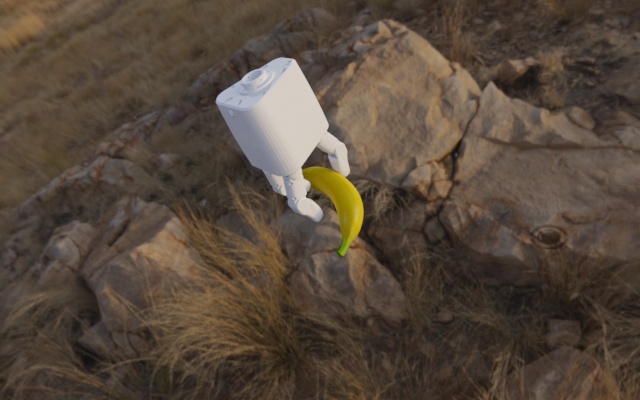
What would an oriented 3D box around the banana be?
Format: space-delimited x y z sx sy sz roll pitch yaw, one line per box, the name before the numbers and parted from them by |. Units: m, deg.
banana | 0.017 -0.006 0.694 0.069 0.037 0.197 -33 39 3
